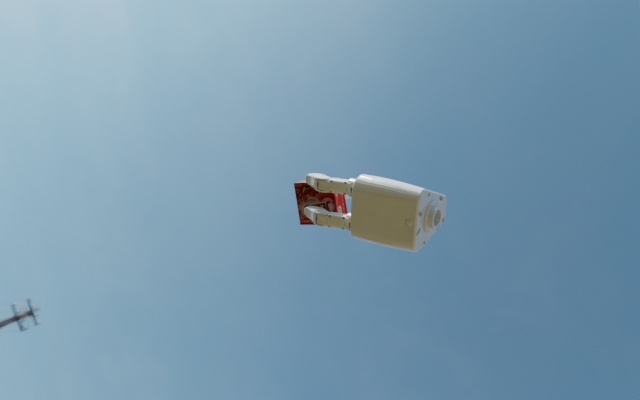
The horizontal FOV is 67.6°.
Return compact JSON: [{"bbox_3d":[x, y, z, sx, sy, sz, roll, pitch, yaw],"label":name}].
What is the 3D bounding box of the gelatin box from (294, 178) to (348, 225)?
[{"bbox_3d":[0.000,0.002,0.787,0.089,0.073,0.030,-2,11,42],"label":"gelatin box"}]
